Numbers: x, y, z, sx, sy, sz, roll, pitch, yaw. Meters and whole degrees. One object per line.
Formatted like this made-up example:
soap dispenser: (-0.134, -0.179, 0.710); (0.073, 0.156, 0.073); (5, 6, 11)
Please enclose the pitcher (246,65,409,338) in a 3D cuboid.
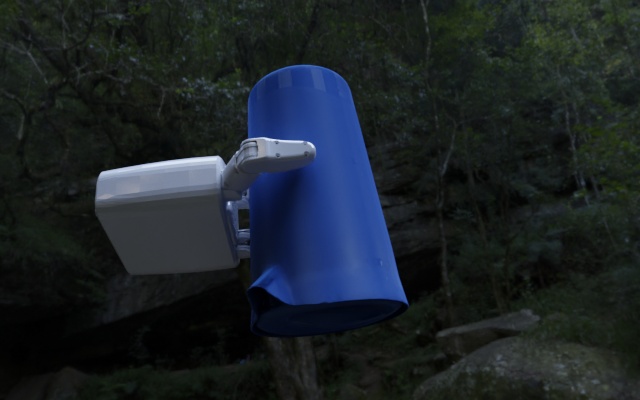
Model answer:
pitcher: (0.000, 0.001, 0.456); (0.145, 0.242, 0.149); (-6, -25, -4)
